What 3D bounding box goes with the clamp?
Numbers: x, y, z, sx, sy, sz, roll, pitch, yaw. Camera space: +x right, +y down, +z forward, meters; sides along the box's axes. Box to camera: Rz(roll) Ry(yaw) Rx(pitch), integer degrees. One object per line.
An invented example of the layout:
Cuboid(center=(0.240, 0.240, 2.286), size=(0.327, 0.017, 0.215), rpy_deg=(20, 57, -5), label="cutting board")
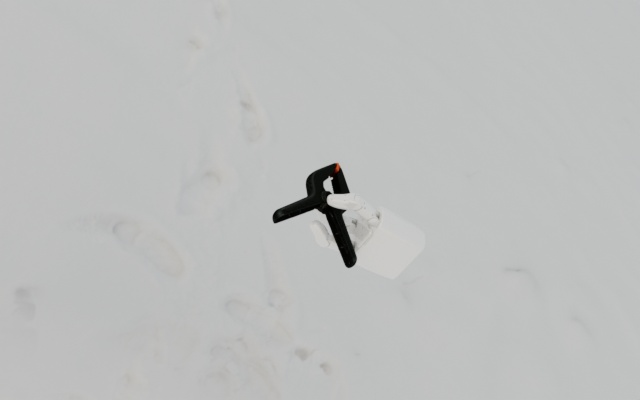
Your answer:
Cuboid(center=(0.001, 0.002, 0.845), size=(0.164, 0.209, 0.036), rpy_deg=(29, -46, -22), label="clamp")
